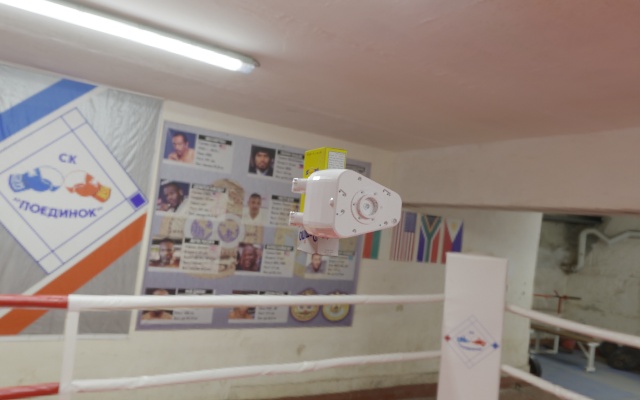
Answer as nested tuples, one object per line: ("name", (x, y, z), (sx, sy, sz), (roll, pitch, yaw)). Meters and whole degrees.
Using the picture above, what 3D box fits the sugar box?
("sugar box", (0.000, 0.002, 0.807), (0.048, 0.176, 0.093), (8, -3, -23))
